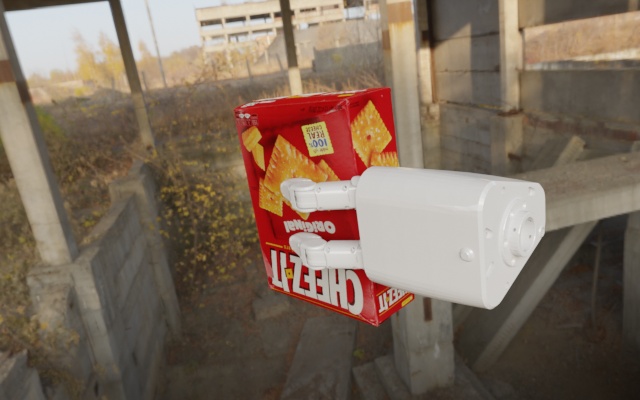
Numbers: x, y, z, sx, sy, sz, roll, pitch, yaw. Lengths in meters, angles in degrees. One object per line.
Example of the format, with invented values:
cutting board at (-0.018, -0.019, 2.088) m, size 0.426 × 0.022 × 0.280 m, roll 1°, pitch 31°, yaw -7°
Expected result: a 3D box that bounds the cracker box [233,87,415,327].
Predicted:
cracker box at (0.000, 0.001, 0.485) m, size 0.164 × 0.214 × 0.072 m, roll 8°, pitch 23°, yaw 45°
